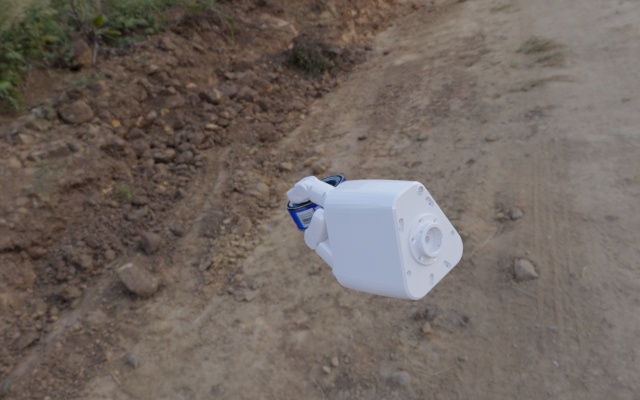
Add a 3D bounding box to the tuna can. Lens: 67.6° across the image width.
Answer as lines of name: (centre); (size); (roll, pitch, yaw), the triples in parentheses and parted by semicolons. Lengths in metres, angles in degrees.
tuna can: (0.000, 0.002, 0.613); (0.086, 0.034, 0.086); (-26, 16, 8)
